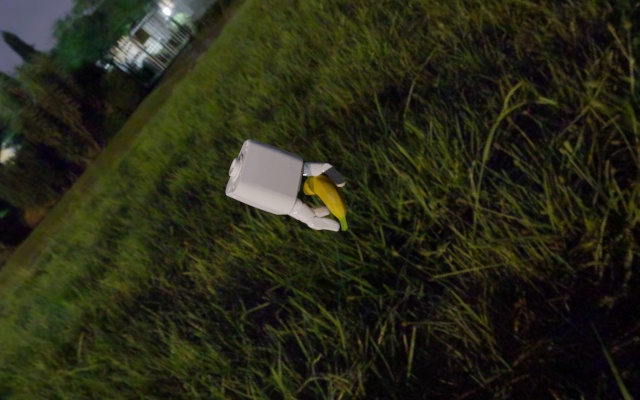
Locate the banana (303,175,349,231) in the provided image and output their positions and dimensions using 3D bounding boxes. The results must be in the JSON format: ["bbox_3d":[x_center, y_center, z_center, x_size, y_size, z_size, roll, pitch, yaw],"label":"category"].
[{"bbox_3d":[0.004,-0.013,0.888,0.037,0.070,0.197,0,21,-21],"label":"banana"}]
